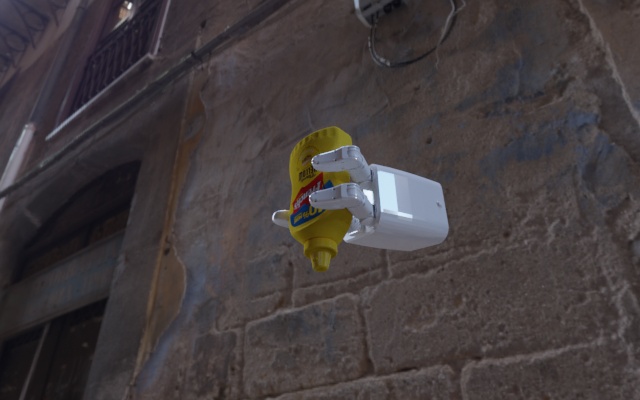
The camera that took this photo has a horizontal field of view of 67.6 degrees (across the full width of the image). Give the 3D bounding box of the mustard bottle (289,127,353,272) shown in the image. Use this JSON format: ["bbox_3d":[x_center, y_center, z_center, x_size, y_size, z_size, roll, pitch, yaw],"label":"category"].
[{"bbox_3d":[0.000,0.002,0.619,0.096,0.191,0.058,-27,-40,34],"label":"mustard bottle"}]
